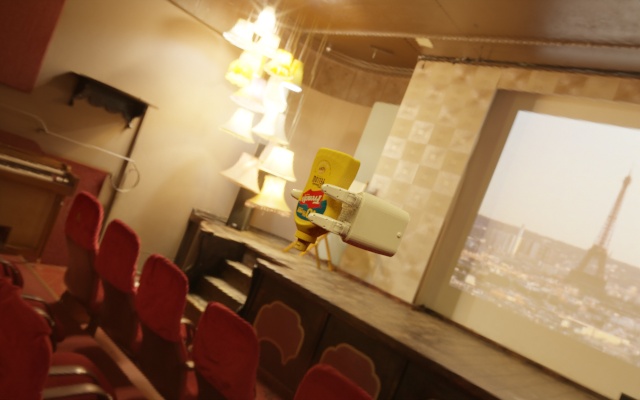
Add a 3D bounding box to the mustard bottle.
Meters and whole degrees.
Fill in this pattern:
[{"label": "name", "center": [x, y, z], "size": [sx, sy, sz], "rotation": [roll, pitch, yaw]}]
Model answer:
[{"label": "mustard bottle", "center": [0.000, 0.003, 0.873], "size": [0.058, 0.191, 0.096], "rotation": [23, -1, -43]}]
